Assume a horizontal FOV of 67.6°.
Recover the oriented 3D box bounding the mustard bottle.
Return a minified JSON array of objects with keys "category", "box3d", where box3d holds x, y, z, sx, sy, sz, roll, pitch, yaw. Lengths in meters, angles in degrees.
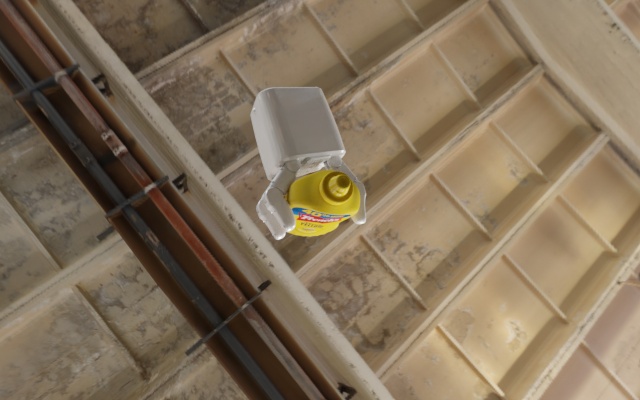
[{"category":"mustard bottle","box3d":[0.000,0.003,0.643,0.096,0.058,0.192,10,-18,-14]}]
